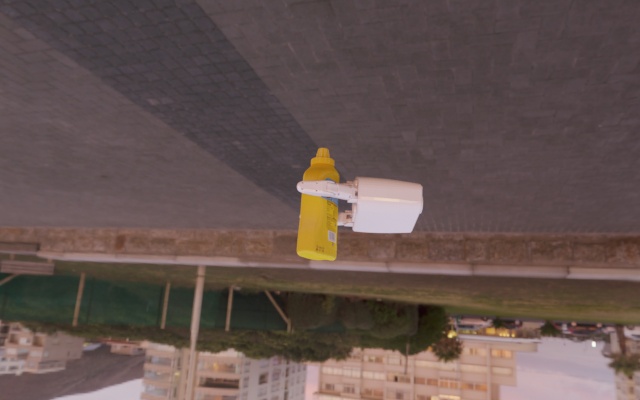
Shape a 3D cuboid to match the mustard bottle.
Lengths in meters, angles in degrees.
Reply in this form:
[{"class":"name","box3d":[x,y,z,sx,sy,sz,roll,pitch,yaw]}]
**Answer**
[{"class":"mustard bottle","box3d":[0.000,0.003,0.817,0.058,0.191,0.096,-2,-14,24]}]
